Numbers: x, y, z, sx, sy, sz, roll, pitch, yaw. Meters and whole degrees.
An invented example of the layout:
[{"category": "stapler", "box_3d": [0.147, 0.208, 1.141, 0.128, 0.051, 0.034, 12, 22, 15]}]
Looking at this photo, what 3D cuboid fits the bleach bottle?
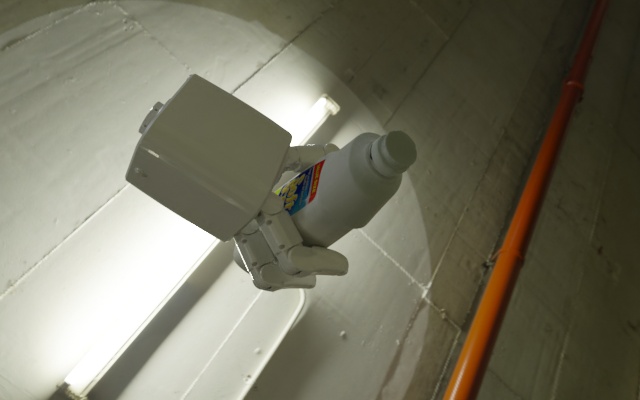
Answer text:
[{"category": "bleach bottle", "box_3d": [0.000, 0.002, 0.439, 0.068, 0.102, 0.251, 34, -34, -14]}]
